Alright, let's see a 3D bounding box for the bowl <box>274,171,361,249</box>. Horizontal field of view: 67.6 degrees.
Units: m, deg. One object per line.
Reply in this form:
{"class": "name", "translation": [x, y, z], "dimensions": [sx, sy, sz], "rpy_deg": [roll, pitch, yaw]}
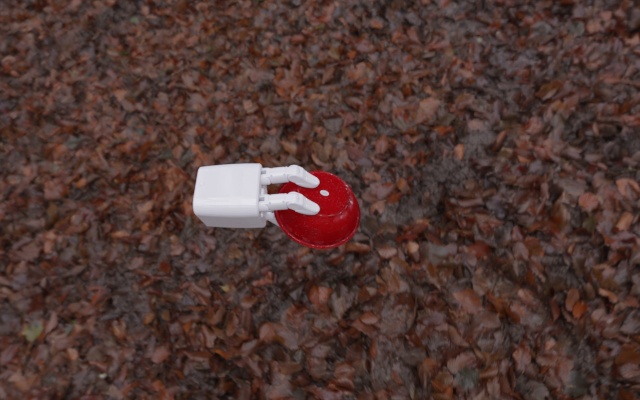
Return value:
{"class": "bowl", "translation": [0.001, 0.002, 0.844], "dimensions": [0.162, 0.162, 0.055], "rpy_deg": [0, -33, -14]}
